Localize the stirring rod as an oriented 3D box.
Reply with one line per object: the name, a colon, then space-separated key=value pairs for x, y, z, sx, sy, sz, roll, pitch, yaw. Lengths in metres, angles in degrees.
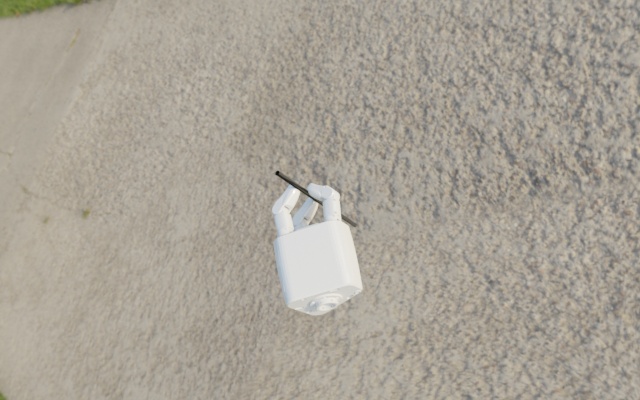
stirring rod: x=0.000 y=0.003 z=0.806 sx=0.011 sy=0.011 sz=0.240 roll=0 pitch=-21 yaw=35
